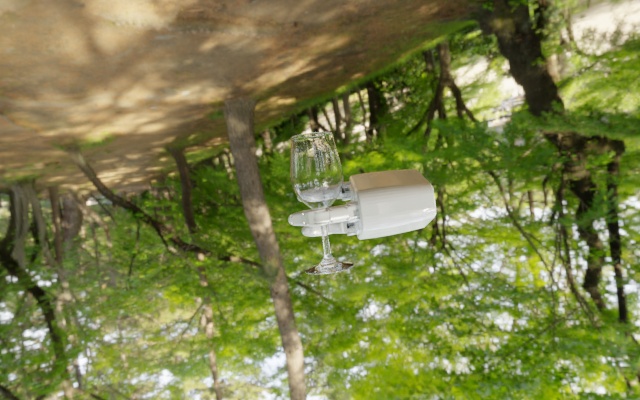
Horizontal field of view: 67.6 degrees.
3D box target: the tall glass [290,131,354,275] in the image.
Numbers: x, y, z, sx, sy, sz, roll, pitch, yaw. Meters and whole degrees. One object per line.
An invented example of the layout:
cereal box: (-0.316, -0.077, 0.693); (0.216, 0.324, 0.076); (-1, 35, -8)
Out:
tall glass: (0.000, 0.003, 0.704); (0.079, 0.201, 0.079); (-8, 3, 0)
